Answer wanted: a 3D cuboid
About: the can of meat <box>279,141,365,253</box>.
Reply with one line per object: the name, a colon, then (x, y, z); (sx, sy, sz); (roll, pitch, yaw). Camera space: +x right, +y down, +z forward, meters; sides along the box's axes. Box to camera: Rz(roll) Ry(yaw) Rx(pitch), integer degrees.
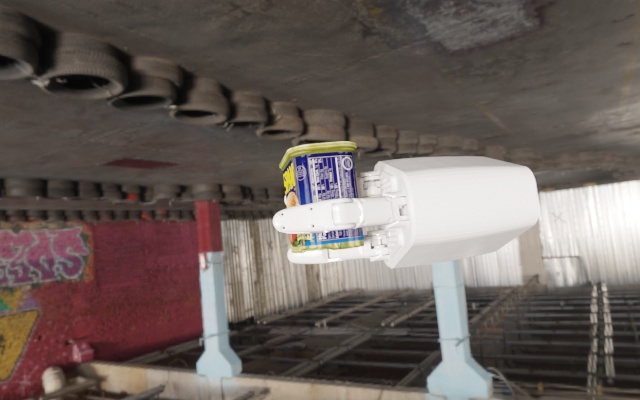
can of meat: (0.000, 0.002, 0.414); (0.057, 0.084, 0.102); (-6, -5, -11)
